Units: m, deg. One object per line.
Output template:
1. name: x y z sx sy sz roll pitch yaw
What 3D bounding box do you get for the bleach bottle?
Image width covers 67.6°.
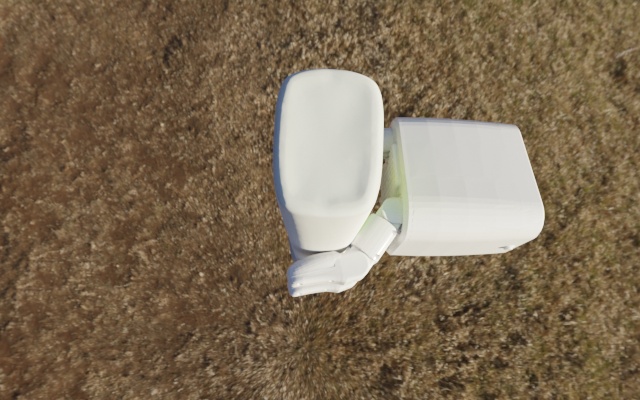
1. bleach bottle: 0.000 0.001 0.403 0.068 0.102 0.251 3 -17 -1
